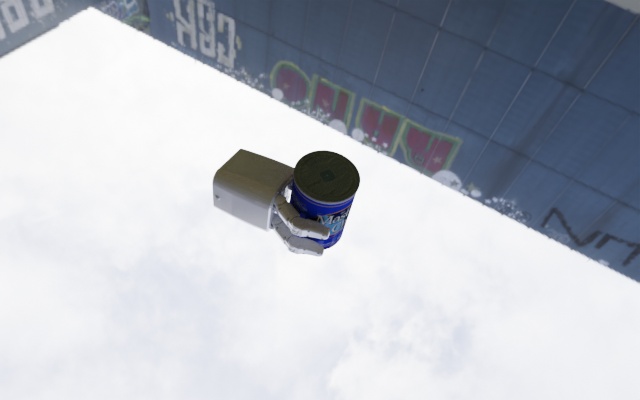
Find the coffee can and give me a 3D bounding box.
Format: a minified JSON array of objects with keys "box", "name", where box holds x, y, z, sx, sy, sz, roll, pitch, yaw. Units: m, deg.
[{"box":[0.000,0.002,0.777,0.103,0.102,0.140,0,-36,-11],"name":"coffee can"}]
